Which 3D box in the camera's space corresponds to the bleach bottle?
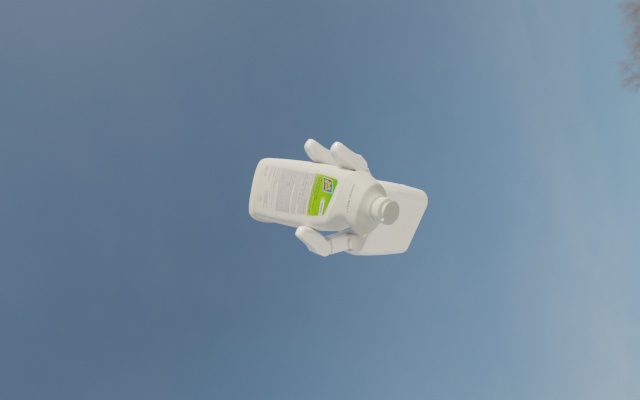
[{"bbox_3d":[0.000,0.002,0.645,0.068,0.102,0.251,6,5,-41],"label":"bleach bottle"}]
